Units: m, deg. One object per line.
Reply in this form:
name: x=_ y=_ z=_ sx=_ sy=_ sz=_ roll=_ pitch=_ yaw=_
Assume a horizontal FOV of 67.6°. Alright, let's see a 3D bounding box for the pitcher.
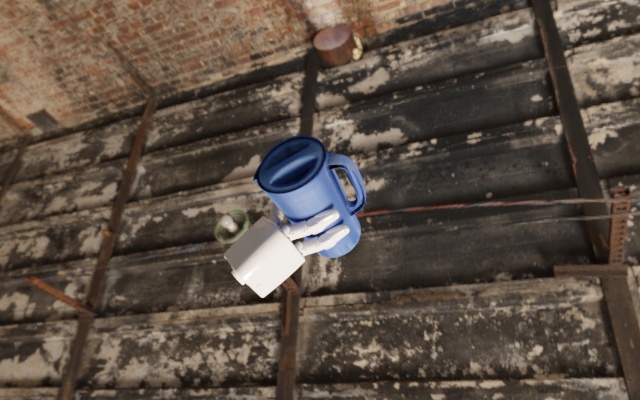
pitcher: x=0.000 y=0.003 z=0.900 sx=0.149 sy=0.145 sz=0.243 roll=36 pitch=-14 yaw=43
